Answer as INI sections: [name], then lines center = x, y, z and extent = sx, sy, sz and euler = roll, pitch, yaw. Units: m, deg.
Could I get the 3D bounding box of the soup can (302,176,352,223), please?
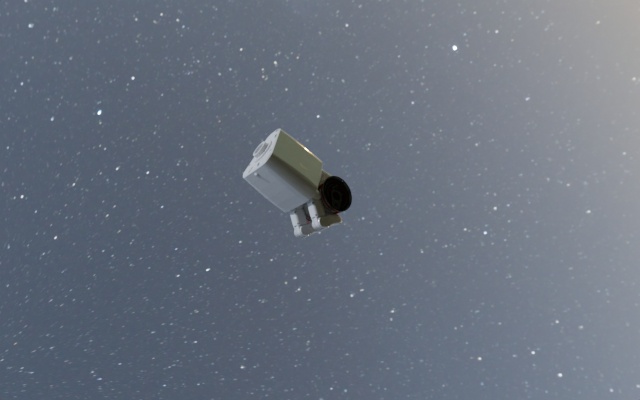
[soup can]
center = 0.000, 0.003, 0.894
extent = 0.068, 0.068, 0.102
euler = 0, -18, -40
